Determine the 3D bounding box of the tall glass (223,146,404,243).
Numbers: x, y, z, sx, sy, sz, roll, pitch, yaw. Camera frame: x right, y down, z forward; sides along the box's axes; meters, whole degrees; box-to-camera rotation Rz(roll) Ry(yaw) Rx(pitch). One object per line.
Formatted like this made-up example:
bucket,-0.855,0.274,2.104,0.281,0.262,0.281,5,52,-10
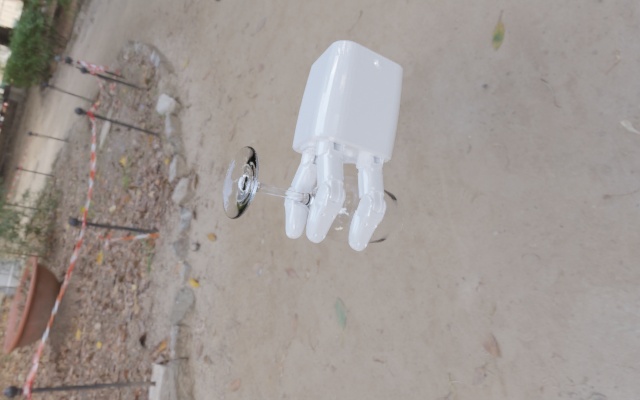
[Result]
tall glass,-0.001,0.002,0.527,0.201,0.079,0.079,14,-8,-34
